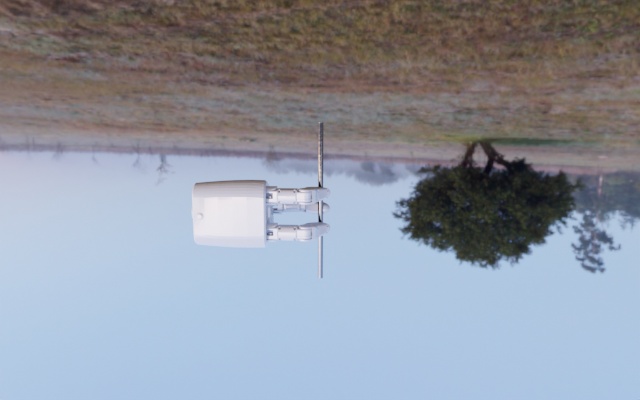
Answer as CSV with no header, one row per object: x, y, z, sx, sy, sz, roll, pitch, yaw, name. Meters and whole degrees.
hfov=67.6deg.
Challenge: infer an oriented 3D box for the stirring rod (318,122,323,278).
0.000,0.002,0.730,0.011,0.239,0.011,0,9,0,stirring rod
